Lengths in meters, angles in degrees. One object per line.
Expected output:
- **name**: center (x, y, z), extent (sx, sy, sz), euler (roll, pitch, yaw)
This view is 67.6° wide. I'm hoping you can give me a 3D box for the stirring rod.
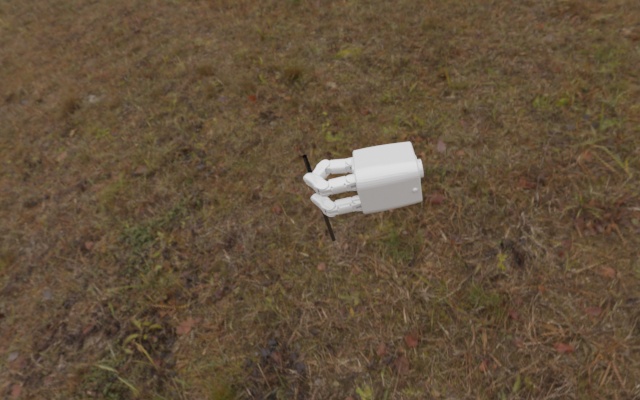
- **stirring rod**: center (0.000, 0.003, 0.896), extent (0.011, 0.011, 0.240), euler (0, -40, 17)
